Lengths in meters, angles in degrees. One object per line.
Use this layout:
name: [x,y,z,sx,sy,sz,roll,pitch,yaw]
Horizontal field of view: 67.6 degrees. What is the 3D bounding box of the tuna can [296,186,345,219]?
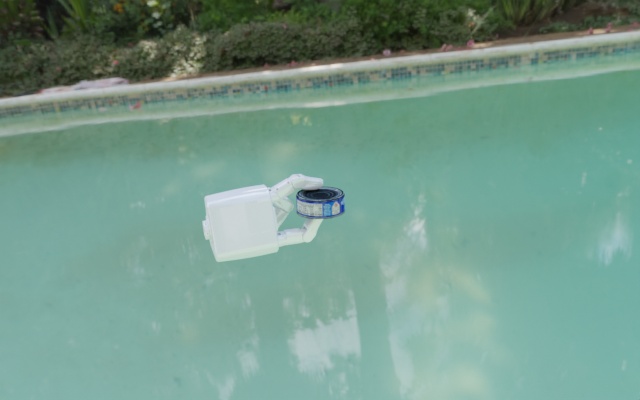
tuna can: [0.000,0.002,0.827,0.086,0.034,0.086,-1,18,0]
